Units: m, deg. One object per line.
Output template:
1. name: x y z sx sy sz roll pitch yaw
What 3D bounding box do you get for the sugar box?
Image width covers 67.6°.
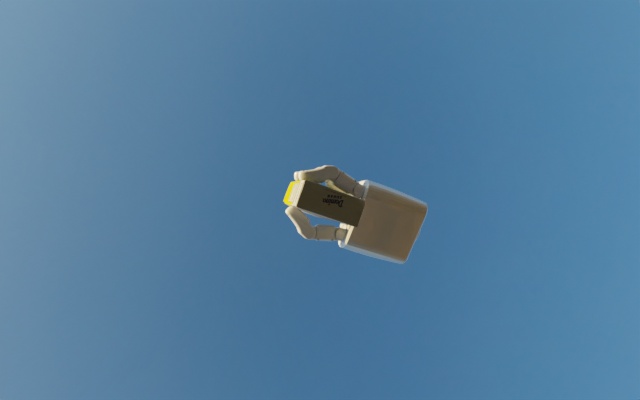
1. sugar box: 0.000 0.002 0.728 0.093 0.048 0.176 19 -4 -10
